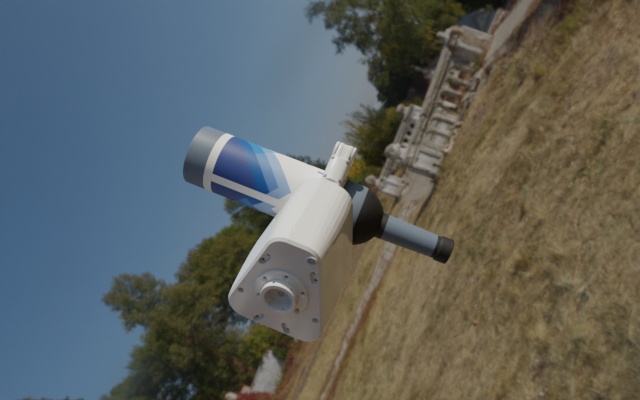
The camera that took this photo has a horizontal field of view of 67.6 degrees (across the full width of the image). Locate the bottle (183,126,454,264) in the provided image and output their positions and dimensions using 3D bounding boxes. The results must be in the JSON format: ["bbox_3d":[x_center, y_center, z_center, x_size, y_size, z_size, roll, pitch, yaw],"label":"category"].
[{"bbox_3d":[0.000,0.002,0.519,0.295,0.069,0.069,21,2,5],"label":"bottle"}]
